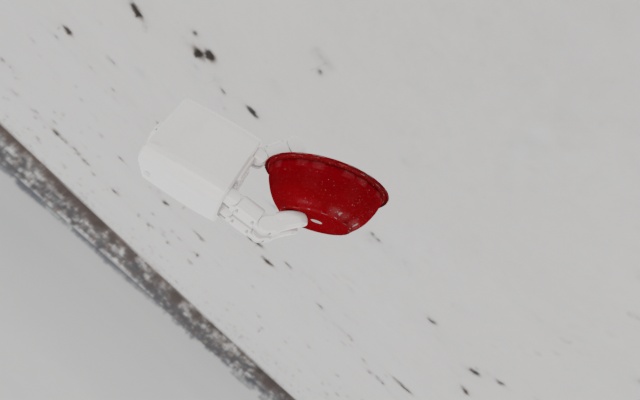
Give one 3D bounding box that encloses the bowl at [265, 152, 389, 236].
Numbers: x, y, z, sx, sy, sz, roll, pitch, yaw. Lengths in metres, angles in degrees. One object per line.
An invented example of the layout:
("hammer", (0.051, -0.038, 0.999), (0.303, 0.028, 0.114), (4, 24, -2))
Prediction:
("bowl", (0.001, 0.003, 0.593), (0.162, 0.055, 0.162), (15, -18, 5))
